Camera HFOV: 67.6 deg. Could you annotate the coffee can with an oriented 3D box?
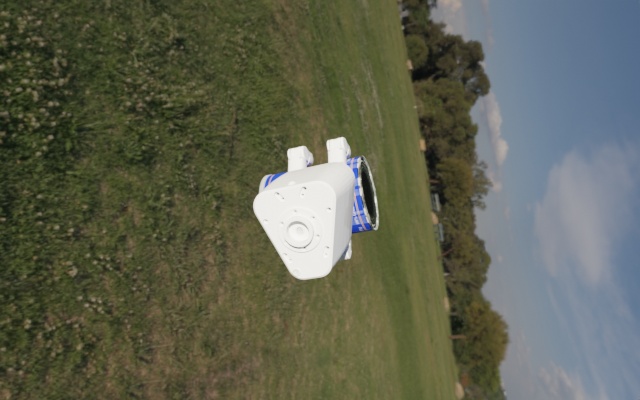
[{"bbox_3d":[0.000,0.002,0.658,0.140,0.103,0.103,-11,-3,15],"label":"coffee can"}]
